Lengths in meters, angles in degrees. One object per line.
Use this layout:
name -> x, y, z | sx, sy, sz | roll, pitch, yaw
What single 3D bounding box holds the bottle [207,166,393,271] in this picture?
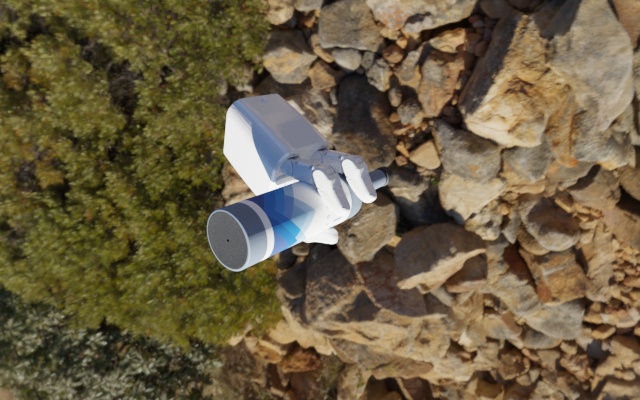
bottle -> 0.000, 0.002, 0.586 | 0.069, 0.069, 0.295 | 0, 15, 41
